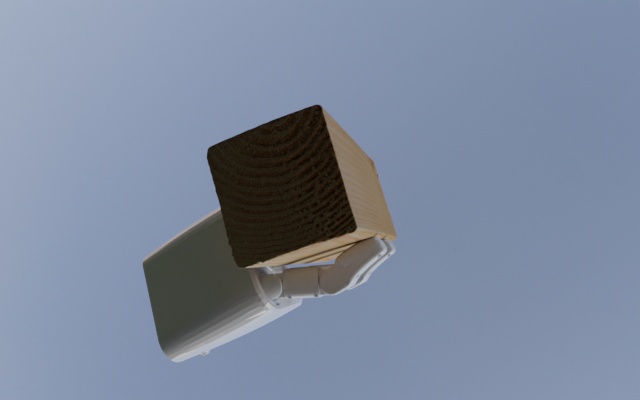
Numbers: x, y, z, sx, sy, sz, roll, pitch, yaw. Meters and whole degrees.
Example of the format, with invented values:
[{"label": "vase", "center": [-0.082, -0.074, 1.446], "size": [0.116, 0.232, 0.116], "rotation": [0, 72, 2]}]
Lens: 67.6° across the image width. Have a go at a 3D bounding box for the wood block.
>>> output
[{"label": "wood block", "center": [0.000, 0.001, 0.413], "size": [0.090, 0.091, 0.206], "rotation": [-19, -10, 13]}]
